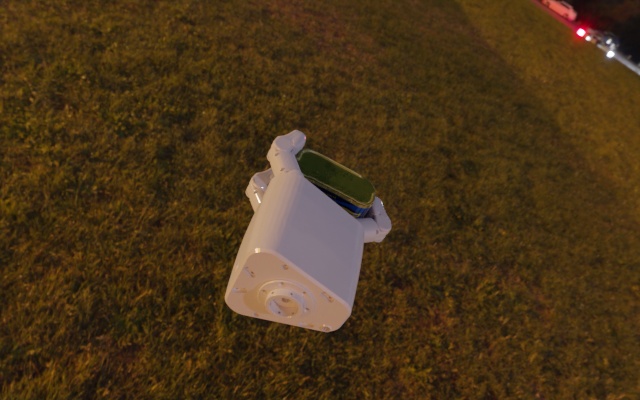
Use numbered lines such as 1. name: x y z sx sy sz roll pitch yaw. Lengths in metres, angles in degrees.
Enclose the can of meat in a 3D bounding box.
1. can of meat: 0.000 0.002 0.535 0.102 0.084 0.057 27 38 -6
